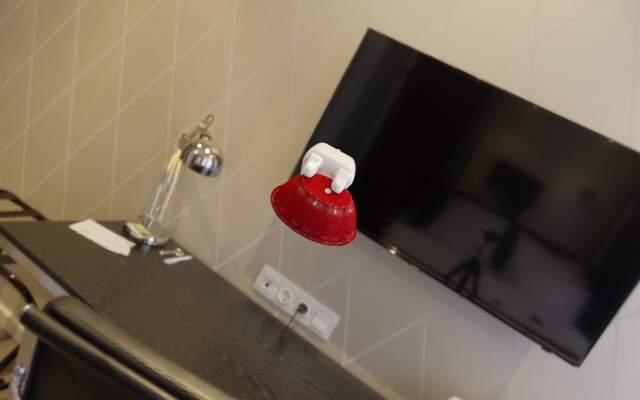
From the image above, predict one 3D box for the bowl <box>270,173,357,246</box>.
[{"bbox_3d":[0.000,0.003,0.799,0.162,0.055,0.162,22,29,-13],"label":"bowl"}]
